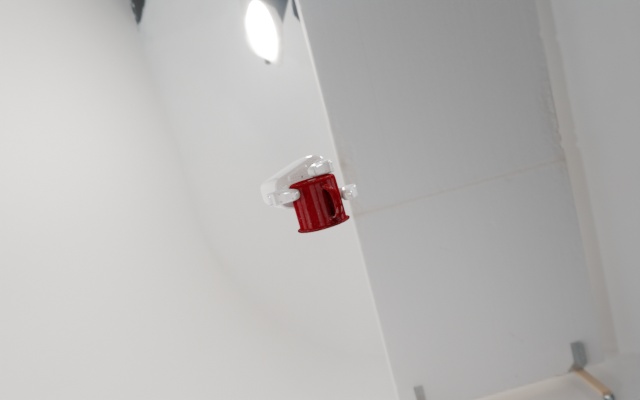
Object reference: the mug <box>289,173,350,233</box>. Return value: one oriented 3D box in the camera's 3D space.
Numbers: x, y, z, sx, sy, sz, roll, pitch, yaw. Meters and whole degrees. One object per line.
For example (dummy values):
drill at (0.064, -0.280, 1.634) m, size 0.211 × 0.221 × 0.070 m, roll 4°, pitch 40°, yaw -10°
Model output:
mug at (0.001, 0.002, 0.800) m, size 0.093 × 0.081 × 0.117 m, roll -19°, pitch 8°, yaw -24°
